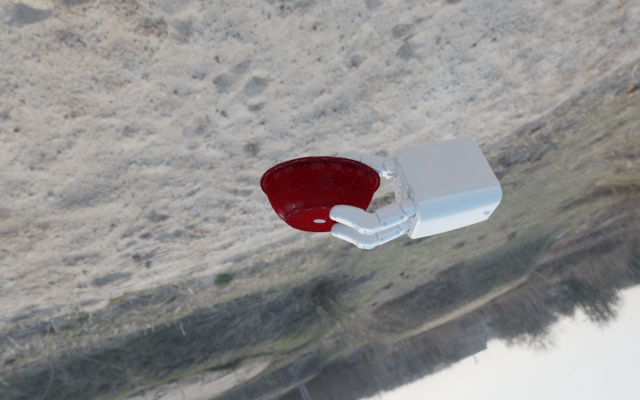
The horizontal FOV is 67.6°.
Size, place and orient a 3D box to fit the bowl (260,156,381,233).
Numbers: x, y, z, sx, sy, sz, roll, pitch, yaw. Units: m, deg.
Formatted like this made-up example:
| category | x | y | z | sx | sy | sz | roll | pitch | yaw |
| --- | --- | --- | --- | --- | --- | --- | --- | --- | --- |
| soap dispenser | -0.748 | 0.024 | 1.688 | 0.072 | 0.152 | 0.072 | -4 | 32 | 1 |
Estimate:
| category | x | y | z | sx | sy | sz | roll | pitch | yaw |
| --- | --- | --- | --- | --- | --- | --- | --- | --- | --- |
| bowl | -0.001 | 0.003 | 0.630 | 0.162 | 0.055 | 0.162 | 0 | -23 | 0 |
